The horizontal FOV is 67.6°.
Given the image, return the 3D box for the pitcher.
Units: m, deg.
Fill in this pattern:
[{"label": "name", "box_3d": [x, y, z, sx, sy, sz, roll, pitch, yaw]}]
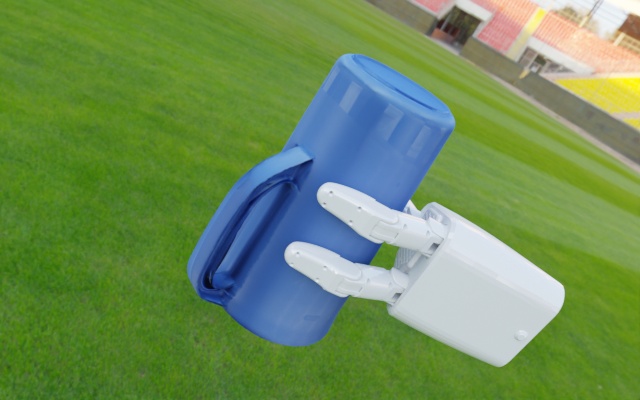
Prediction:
[{"label": "pitcher", "box_3d": [0.000, 0.001, 0.418, 0.145, 0.243, 0.149, 29, 24, -4]}]
